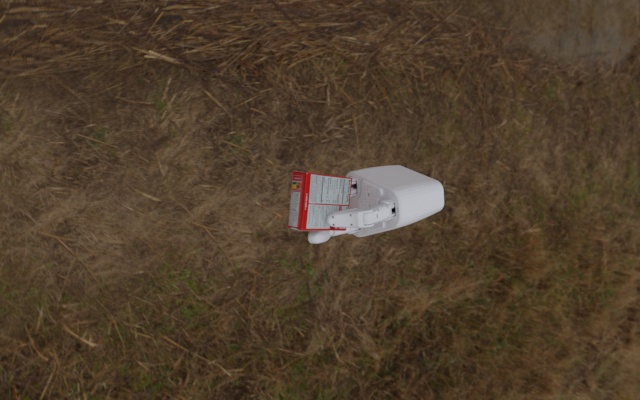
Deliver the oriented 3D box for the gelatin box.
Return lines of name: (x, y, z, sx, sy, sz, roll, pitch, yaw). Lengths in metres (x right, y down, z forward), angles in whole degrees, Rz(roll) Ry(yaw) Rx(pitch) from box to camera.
gelatin box: (0.000, 0.002, 0.625, 0.030, 0.073, 0.089, 8, 3, 44)
